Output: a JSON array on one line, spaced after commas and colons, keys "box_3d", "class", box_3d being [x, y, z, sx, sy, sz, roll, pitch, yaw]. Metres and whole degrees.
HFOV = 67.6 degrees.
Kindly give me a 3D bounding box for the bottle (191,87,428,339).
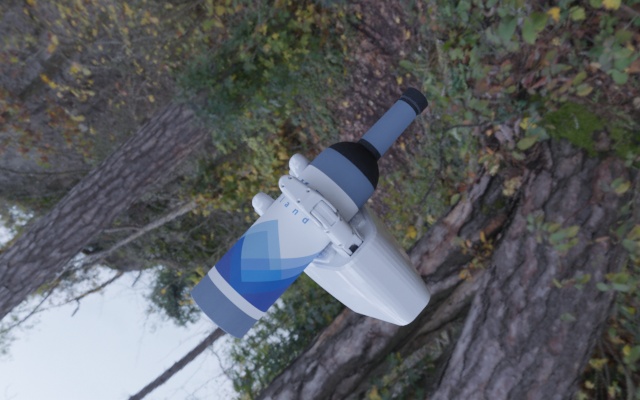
[{"box_3d": [0.000, 0.002, 0.471, 0.069, 0.295, 0.069, 42, -6, 6], "class": "bottle"}]
